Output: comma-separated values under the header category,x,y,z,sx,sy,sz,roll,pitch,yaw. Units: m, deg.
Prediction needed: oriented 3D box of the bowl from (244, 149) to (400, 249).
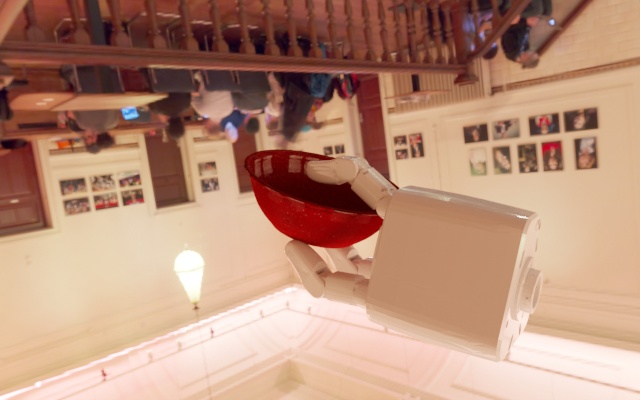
category,x,y,z,sx,sy,sz,roll,pitch,yaw
bowl,-0.001,0.001,0.471,0.162,0.055,0.162,13,21,-5
